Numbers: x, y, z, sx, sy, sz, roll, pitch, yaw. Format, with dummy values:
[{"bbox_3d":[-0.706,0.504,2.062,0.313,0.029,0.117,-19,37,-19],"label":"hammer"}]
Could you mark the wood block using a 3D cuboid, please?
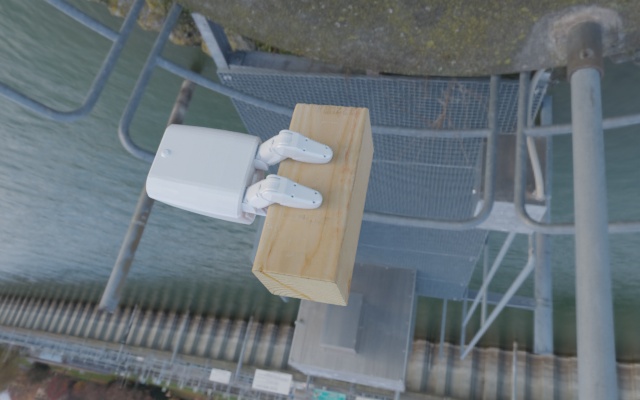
[{"bbox_3d":[0.000,0.002,0.543,0.090,0.206,0.091,6,-25,13],"label":"wood block"}]
